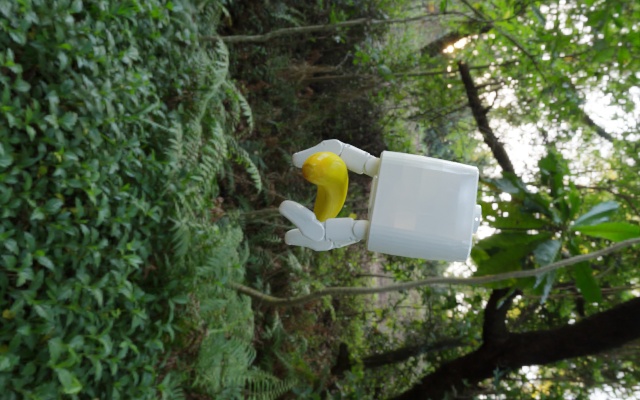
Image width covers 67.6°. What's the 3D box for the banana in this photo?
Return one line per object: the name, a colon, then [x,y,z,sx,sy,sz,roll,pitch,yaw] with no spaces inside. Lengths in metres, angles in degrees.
banana: [0.007,-0.013,0.543,0.037,0.069,0.198,20,-22,10]
